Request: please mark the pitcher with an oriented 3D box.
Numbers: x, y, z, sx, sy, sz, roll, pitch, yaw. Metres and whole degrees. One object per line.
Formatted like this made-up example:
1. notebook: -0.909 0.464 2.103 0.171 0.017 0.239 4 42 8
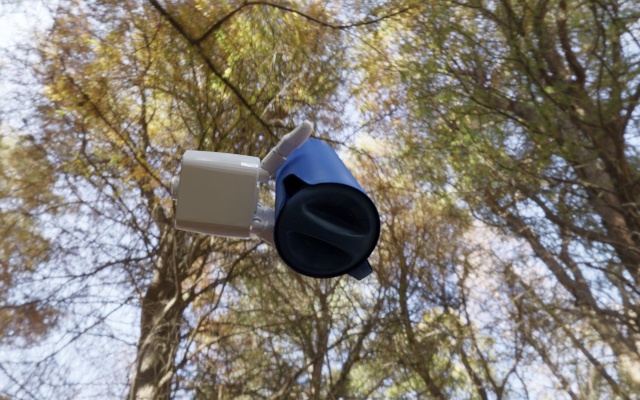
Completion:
1. pitcher: 0.000 0.002 0.690 0.145 0.149 0.242 5 23 -10
